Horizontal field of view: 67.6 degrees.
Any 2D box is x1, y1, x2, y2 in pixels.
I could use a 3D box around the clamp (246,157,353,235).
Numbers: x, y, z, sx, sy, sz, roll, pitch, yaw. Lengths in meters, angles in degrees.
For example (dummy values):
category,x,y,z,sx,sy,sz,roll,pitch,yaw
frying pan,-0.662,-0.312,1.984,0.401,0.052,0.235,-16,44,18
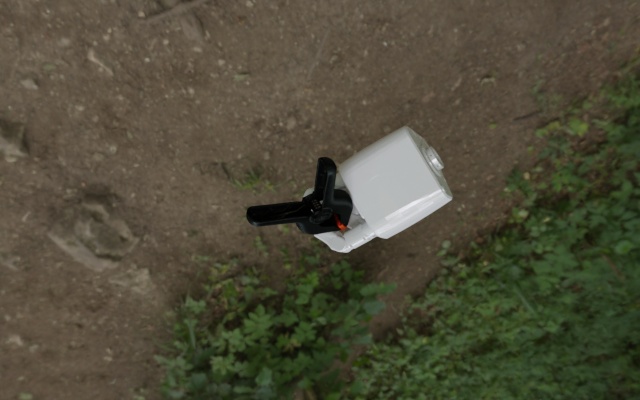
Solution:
category,x,y,z,sx,sy,sz,roll,pitch,yaw
clamp,0.000,0.003,0.596,0.120,0.039,0.171,-33,-23,23
